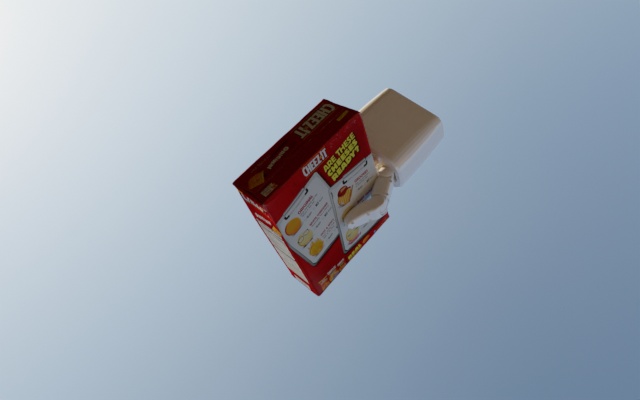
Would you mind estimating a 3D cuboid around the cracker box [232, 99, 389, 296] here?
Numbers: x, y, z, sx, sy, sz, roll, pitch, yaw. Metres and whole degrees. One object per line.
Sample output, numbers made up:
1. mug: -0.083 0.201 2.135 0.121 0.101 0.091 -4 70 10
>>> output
1. cracker box: 0.000 0.002 0.629 0.072 0.164 0.214 30 -23 37
